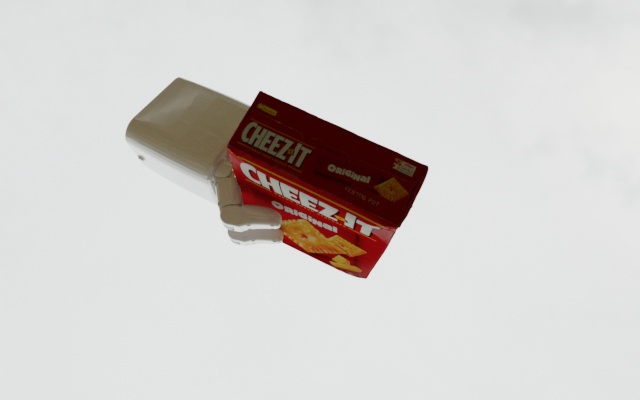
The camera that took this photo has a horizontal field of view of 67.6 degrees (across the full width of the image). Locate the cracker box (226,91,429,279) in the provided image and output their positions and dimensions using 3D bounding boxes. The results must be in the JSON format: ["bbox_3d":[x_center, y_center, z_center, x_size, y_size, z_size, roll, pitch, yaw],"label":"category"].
[{"bbox_3d":[0.000,0.002,0.496,0.164,0.072,0.214,25,-19,7],"label":"cracker box"}]
